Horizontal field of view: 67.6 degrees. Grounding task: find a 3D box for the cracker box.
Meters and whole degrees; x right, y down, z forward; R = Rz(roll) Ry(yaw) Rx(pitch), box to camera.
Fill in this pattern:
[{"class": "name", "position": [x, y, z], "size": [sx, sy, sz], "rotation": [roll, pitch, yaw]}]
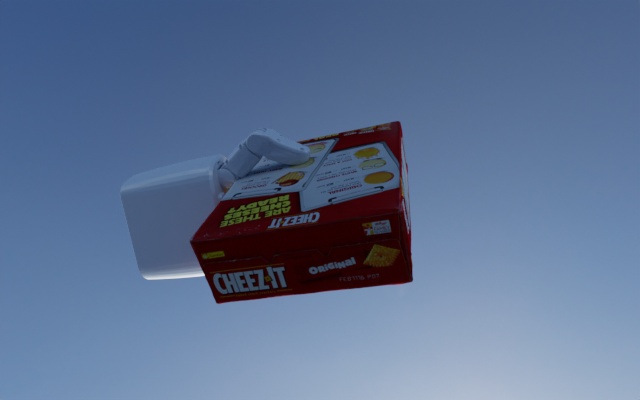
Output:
[{"class": "cracker box", "position": [0.000, 0.001, 0.449], "size": [0.164, 0.072, 0.213], "rotation": [-9, 24, 13]}]
